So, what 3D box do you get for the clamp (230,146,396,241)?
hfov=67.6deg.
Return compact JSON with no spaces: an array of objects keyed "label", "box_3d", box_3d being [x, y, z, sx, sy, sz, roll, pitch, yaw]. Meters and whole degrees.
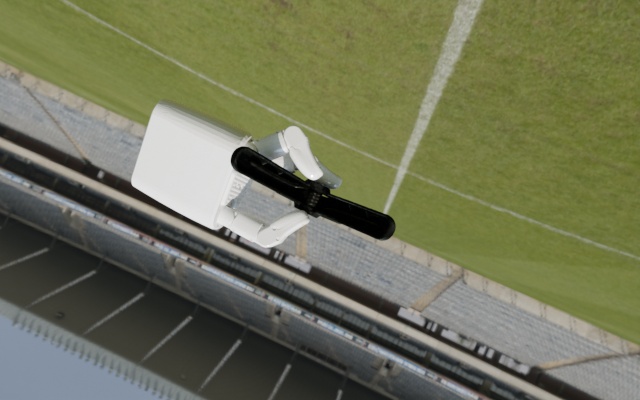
[{"label":"clamp","box_3d":[0.000,0.002,0.523,0.164,0.036,0.210,27,-3,7]}]
